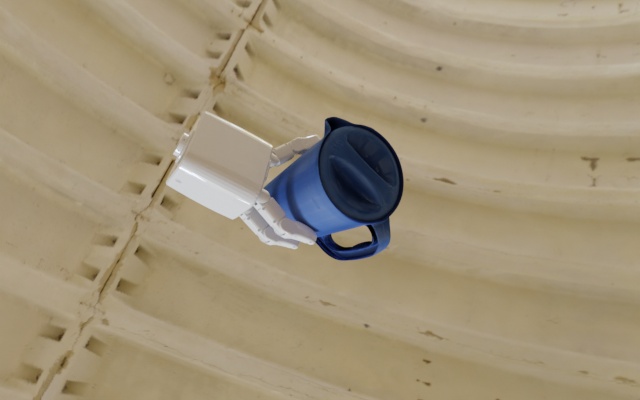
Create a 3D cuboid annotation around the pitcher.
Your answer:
[{"bbox_3d":[0.000,0.002,0.695,0.145,0.149,0.243,26,-26,-22],"label":"pitcher"}]
